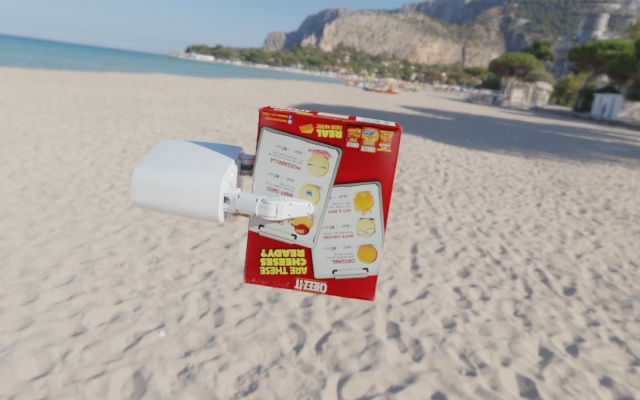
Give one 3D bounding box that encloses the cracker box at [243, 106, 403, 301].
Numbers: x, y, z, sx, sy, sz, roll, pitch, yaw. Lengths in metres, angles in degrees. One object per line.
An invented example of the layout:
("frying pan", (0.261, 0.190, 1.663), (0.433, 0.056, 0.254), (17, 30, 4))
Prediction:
("cracker box", (0.000, 0.002, 0.583), (0.164, 0.214, 0.072), (8, 15, 3))
